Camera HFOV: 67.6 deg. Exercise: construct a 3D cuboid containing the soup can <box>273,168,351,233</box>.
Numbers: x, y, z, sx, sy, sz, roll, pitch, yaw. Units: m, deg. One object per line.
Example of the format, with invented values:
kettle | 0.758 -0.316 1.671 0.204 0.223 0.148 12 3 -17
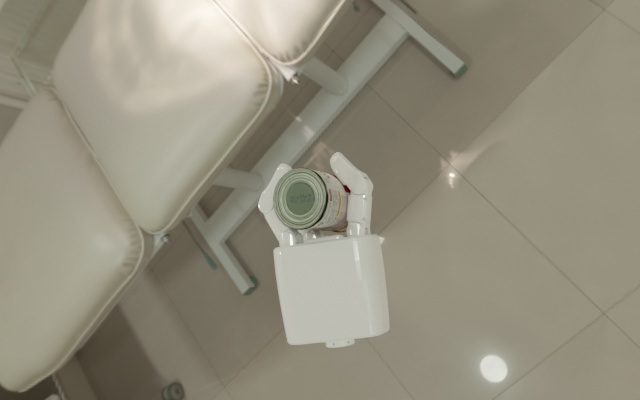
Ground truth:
soup can | 0.000 0.001 0.542 0.068 0.068 0.102 0 -4 27
